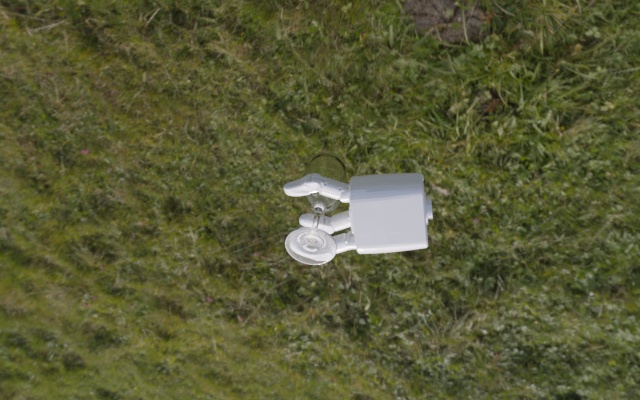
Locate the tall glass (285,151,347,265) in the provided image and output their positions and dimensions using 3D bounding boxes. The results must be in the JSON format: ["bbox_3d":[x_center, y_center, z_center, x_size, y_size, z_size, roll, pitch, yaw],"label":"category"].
[{"bbox_3d":[0.000,0.003,0.748,0.079,0.079,0.201,0,39,10],"label":"tall glass"}]
